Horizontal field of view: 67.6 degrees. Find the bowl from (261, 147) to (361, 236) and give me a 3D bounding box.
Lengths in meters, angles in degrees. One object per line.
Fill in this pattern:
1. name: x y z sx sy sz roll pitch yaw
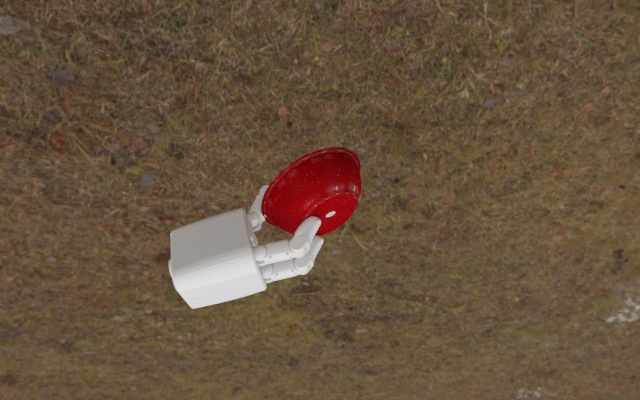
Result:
1. bowl: 0.001 0.002 0.674 0.162 0.055 0.162 -24 -32 -16
